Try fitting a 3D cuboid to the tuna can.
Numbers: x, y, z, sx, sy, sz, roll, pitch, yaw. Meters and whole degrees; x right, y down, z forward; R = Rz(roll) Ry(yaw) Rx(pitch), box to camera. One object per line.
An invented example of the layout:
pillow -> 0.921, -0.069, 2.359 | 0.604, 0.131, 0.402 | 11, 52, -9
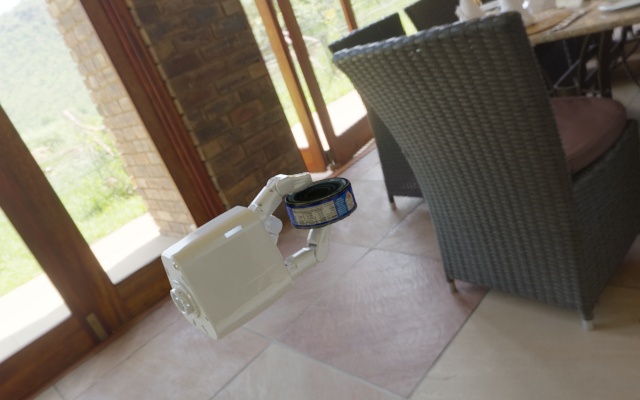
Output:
tuna can -> 0.000, 0.001, 0.589 | 0.086, 0.034, 0.086 | -15, 18, 5
